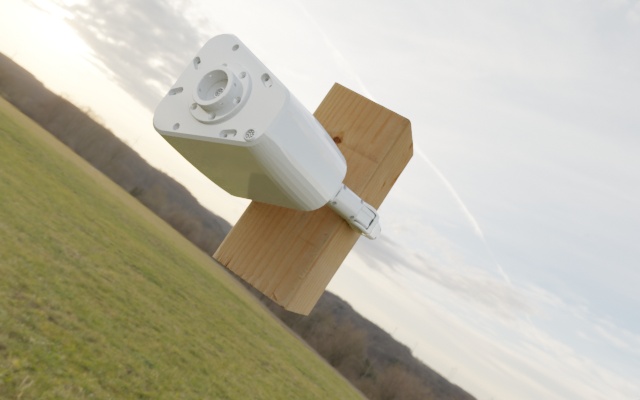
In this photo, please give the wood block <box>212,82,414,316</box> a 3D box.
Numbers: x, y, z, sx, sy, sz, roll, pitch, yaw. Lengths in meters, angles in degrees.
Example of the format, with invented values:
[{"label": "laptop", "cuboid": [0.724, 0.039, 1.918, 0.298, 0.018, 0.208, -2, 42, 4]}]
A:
[{"label": "wood block", "cuboid": [0.000, 0.001, 0.479, 0.091, 0.206, 0.090, 32, -8, 19]}]
